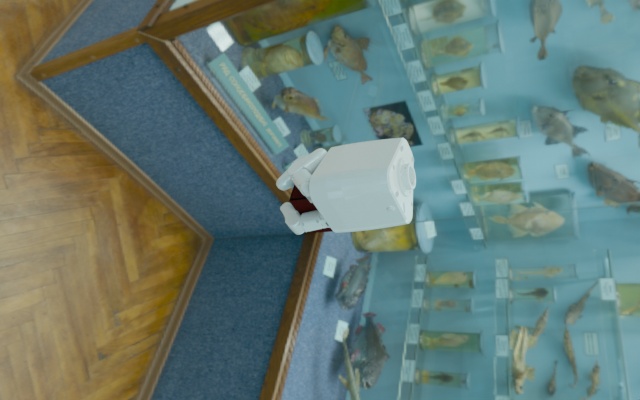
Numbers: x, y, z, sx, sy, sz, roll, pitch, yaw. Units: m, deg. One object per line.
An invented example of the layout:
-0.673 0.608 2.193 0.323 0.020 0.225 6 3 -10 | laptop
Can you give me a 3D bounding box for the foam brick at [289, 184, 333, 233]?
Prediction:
0.000 0.002 0.679 0.051 0.053 0.078 -7 -42 28 | foam brick
